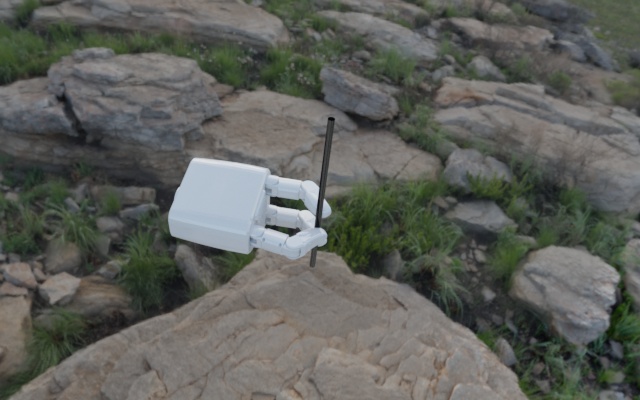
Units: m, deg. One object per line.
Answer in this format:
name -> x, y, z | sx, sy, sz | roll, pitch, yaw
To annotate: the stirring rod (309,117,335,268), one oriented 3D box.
stirring rod -> 0.000, 0.002, 0.590 | 0.011, 0.240, 0.011 | 4, 42, -4
